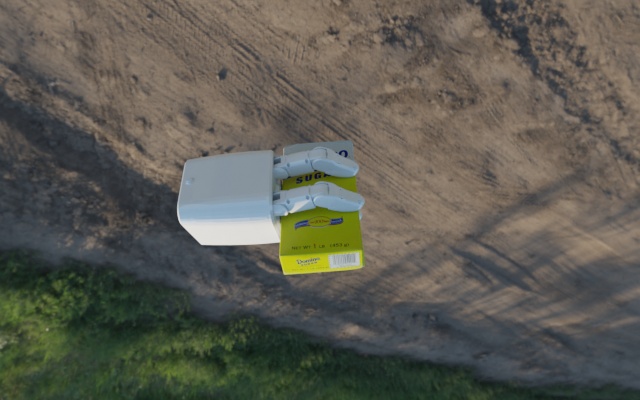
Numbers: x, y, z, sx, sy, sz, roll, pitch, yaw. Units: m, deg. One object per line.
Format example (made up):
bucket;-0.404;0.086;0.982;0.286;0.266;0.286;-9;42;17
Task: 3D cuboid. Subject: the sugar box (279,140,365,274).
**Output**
sugar box;0.000;0.002;0.578;0.093;0.176;0.048;-4;-38;2
